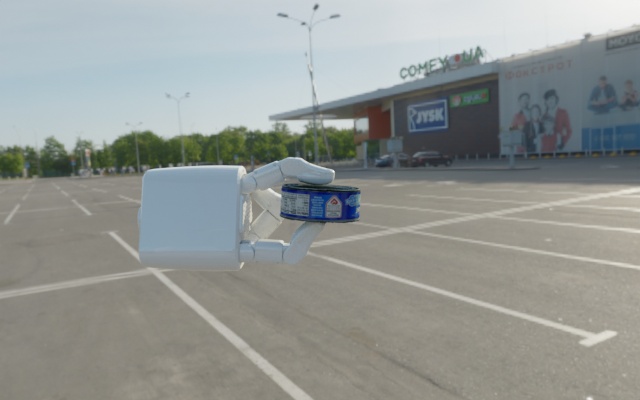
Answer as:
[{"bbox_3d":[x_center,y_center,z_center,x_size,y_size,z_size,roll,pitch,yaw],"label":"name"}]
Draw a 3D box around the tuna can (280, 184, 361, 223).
[{"bbox_3d":[0.000,0.001,0.508,0.086,0.034,0.086,3,5,0],"label":"tuna can"}]
